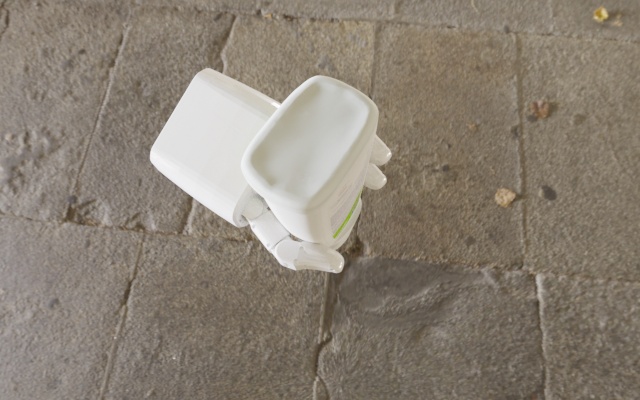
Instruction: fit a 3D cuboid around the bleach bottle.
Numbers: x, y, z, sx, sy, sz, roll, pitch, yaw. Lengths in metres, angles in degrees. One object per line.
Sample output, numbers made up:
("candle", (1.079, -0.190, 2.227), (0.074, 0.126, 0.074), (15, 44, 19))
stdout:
("bleach bottle", (0.000, 0.001, 0.430), (0.068, 0.102, 0.251), (32, -17, 13))
